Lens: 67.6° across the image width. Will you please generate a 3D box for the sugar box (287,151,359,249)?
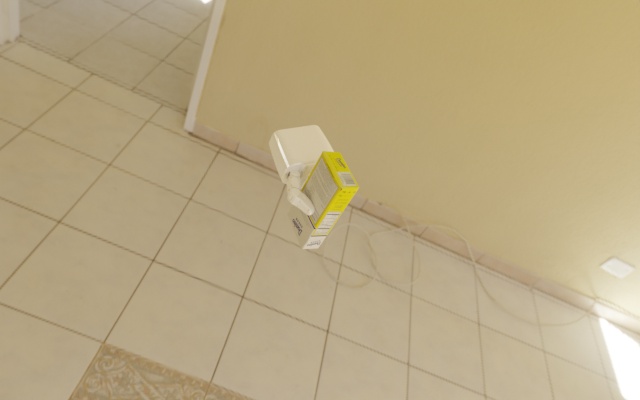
[{"bbox_3d":[0.001,0.003,0.896,0.048,0.093,0.176,-1,-41,-31],"label":"sugar box"}]
